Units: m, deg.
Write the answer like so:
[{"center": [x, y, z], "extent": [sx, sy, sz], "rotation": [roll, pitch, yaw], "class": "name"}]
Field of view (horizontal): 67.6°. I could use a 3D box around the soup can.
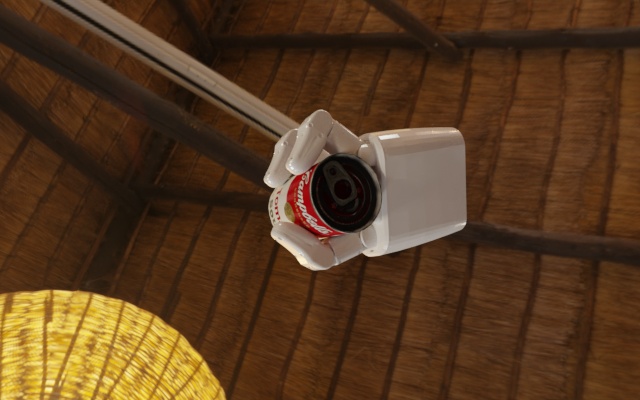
[{"center": [0.000, 0.002, 0.437], "extent": [0.068, 0.068, 0.102], "rotation": [0, -9, -27], "class": "soup can"}]
